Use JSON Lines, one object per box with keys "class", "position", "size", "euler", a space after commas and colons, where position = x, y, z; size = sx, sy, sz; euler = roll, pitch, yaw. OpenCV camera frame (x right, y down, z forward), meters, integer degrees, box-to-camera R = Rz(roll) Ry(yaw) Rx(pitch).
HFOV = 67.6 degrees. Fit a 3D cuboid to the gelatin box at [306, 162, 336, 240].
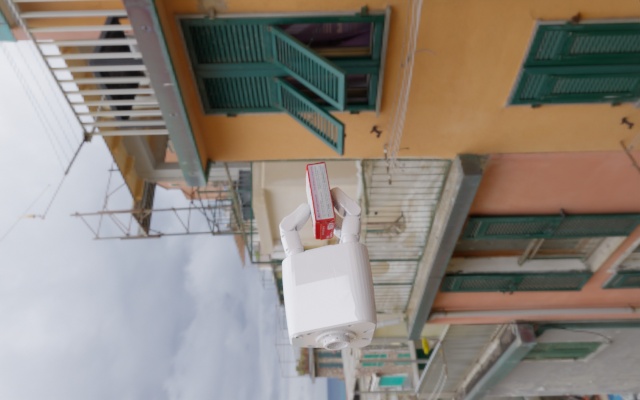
{"class": "gelatin box", "position": [0.000, 0.002, 0.666], "size": [0.030, 0.089, 0.073], "euler": [-9, -22, -5]}
